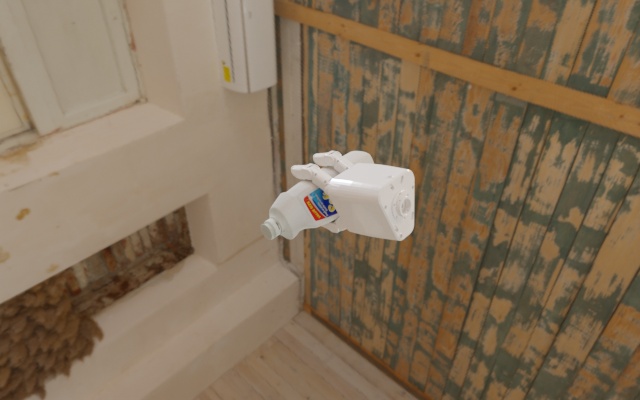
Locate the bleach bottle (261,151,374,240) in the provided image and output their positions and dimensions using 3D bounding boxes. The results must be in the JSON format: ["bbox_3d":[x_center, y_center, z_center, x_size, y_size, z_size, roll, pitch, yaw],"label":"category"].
[{"bbox_3d":[0.000,0.003,0.842,0.068,0.103,0.250,10,34,45],"label":"bleach bottle"}]
